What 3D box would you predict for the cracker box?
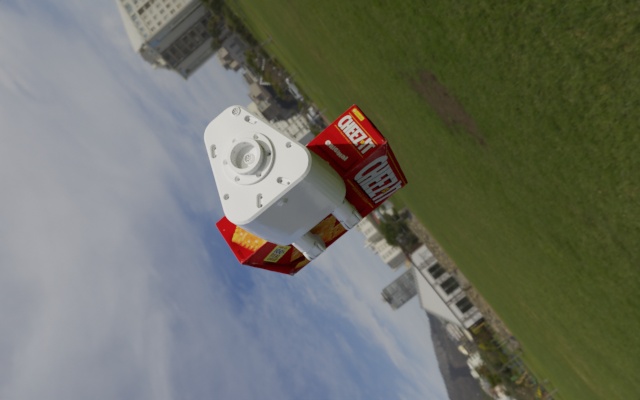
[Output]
[{"bbox_3d":[0.000,0.002,0.604,0.214,0.072,0.164,-39,-22,5],"label":"cracker box"}]
